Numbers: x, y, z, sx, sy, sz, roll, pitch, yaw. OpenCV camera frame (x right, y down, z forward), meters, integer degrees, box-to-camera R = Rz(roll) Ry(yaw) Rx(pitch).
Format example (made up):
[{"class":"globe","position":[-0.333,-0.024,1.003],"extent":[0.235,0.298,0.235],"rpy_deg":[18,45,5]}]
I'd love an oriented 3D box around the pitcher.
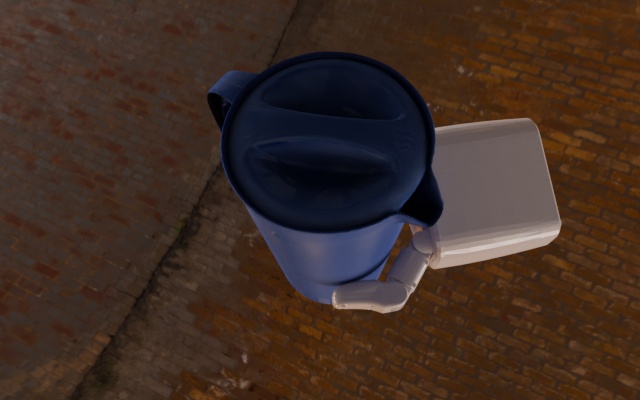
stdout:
[{"class":"pitcher","position":[0.000,0.001,0.400],"extent":[0.145,0.149,0.243],"rpy_deg":[-10,-25,-3]}]
